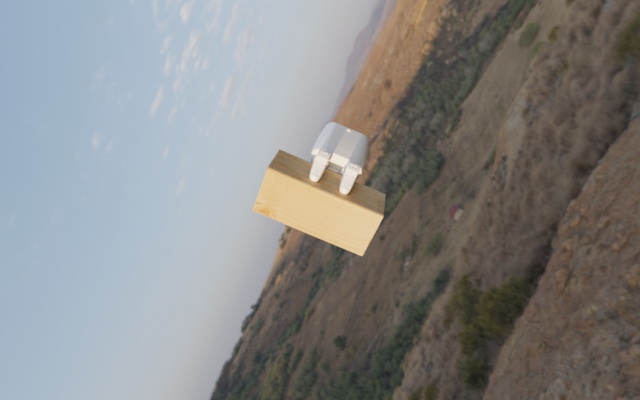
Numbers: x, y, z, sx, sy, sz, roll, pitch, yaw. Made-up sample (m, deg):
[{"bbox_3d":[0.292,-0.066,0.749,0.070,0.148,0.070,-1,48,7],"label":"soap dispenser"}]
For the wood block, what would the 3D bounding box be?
[{"bbox_3d":[0.000,0.003,0.835,0.206,0.091,0.090,23,29,-2],"label":"wood block"}]
